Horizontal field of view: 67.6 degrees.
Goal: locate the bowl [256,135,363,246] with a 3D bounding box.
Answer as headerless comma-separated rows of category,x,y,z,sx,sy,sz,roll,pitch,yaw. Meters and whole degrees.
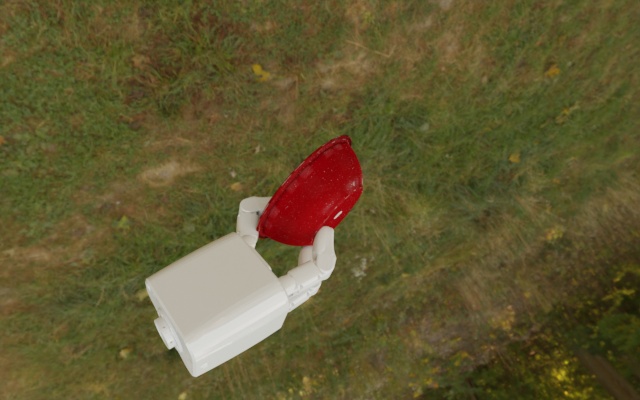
bowl,0.001,0.001,0.567,0.055,0.162,0.162,42,11,12
